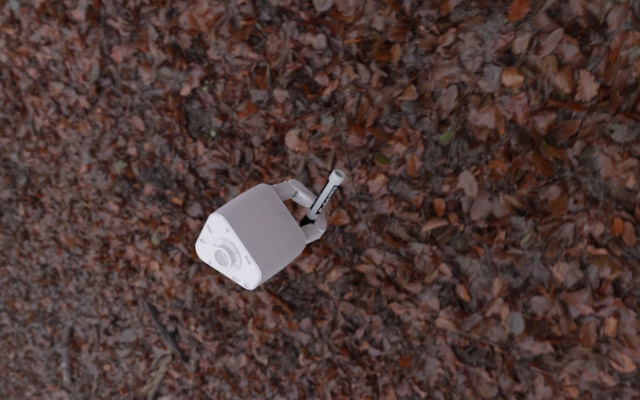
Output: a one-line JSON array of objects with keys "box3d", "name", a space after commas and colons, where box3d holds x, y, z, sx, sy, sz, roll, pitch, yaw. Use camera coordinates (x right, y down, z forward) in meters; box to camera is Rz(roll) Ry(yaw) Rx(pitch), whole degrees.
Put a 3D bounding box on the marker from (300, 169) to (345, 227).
[{"box3d": [0.000, 0.002, 0.704, 0.020, 0.020, 0.121, 0, -41, -36], "name": "marker"}]
